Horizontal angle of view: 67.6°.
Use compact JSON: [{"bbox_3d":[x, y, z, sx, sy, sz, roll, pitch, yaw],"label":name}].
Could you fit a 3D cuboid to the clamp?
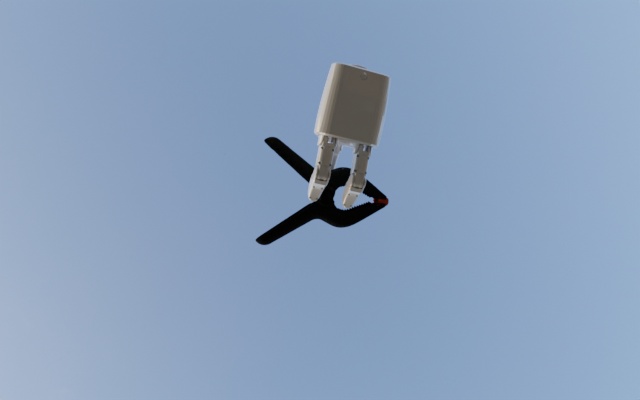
[{"bbox_3d":[0.001,0.002,0.744,0.210,0.164,0.036,12,4,-12],"label":"clamp"}]
